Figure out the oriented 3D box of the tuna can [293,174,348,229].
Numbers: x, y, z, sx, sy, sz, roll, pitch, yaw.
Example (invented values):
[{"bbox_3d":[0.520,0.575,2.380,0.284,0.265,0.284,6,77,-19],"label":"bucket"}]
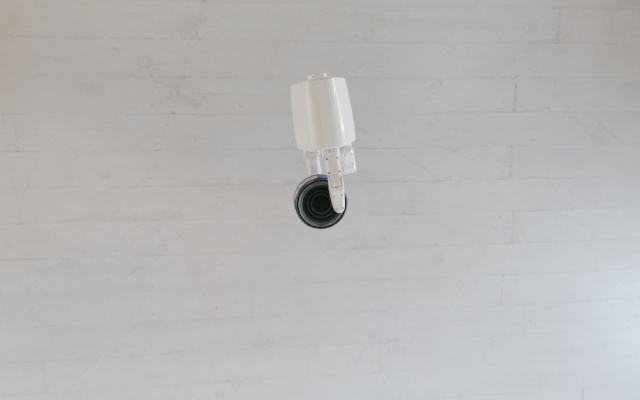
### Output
[{"bbox_3d":[0.000,0.003,0.769,0.086,0.086,0.033,0,13,-7],"label":"tuna can"}]
